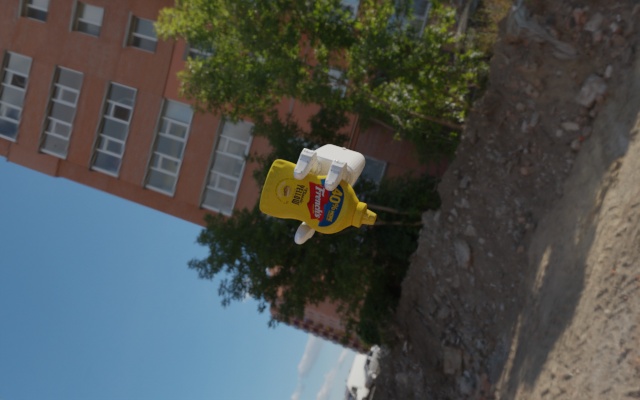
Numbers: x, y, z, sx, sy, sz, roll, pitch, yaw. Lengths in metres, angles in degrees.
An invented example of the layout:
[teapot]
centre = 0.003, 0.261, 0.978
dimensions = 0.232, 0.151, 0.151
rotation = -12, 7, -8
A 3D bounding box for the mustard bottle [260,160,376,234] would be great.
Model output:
[mustard bottle]
centre = 0.000, 0.003, 0.799
dimensions = 0.191, 0.096, 0.058
rotation = 18, -1, 12
